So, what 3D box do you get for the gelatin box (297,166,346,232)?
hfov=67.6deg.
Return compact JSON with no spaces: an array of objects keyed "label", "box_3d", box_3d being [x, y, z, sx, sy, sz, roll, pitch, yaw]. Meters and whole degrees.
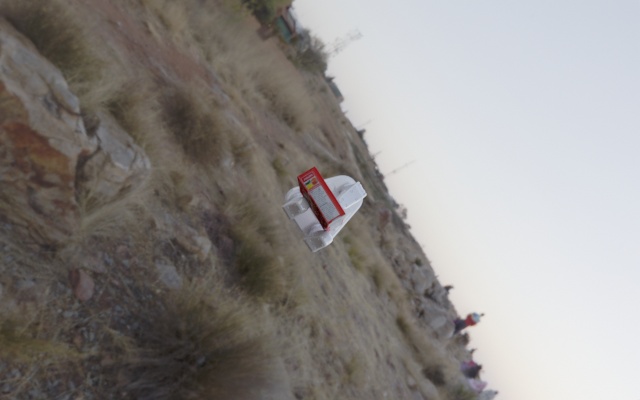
[{"label":"gelatin box","box_3d":[0.000,0.002,0.630,0.030,0.073,0.089,-31,-9,-6]}]
